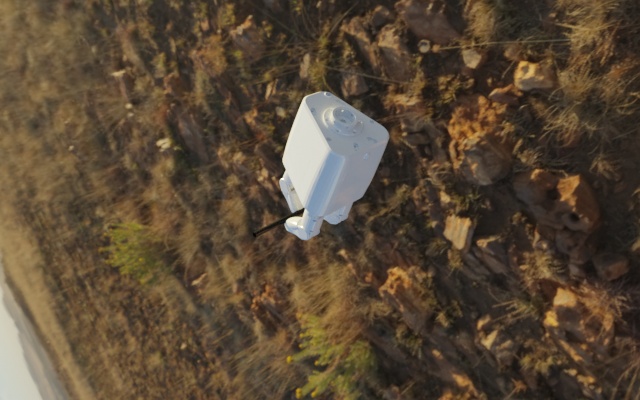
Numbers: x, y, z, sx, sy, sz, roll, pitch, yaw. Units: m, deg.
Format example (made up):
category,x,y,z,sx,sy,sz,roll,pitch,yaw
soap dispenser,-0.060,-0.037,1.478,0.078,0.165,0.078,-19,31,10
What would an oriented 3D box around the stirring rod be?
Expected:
category,x,y,z,sx,sy,sz,roll,pitch,yaw
stirring rod,0.000,0.002,0.711,0.239,0.011,0.011,-26,15,-34
